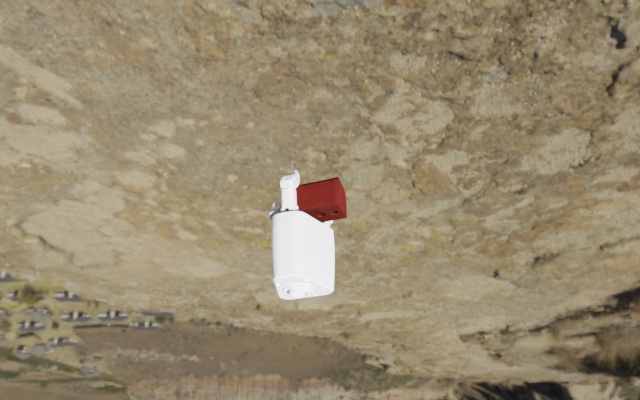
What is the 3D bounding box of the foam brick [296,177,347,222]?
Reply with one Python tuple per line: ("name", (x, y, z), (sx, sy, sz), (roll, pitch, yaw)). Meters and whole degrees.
("foam brick", (0.000, 0.002, 0.783), (0.078, 0.051, 0.053), (-11, -32, 15))
